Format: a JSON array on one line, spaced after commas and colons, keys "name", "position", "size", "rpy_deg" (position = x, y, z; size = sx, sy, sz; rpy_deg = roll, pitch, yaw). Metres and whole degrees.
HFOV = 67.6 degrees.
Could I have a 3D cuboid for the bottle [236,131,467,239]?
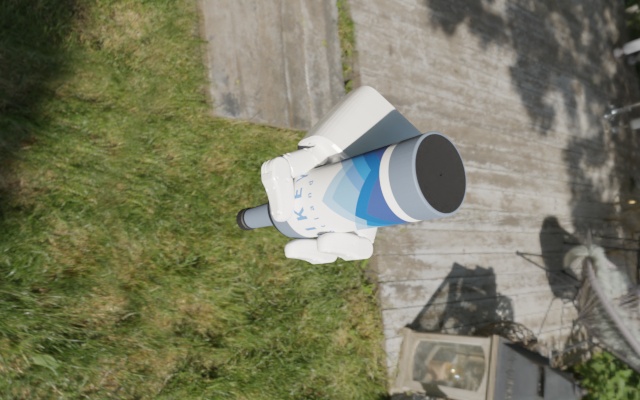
[{"name": "bottle", "position": [0.000, 0.002, 0.476], "size": [0.069, 0.069, 0.296], "rpy_deg": [0, -9, -39]}]
